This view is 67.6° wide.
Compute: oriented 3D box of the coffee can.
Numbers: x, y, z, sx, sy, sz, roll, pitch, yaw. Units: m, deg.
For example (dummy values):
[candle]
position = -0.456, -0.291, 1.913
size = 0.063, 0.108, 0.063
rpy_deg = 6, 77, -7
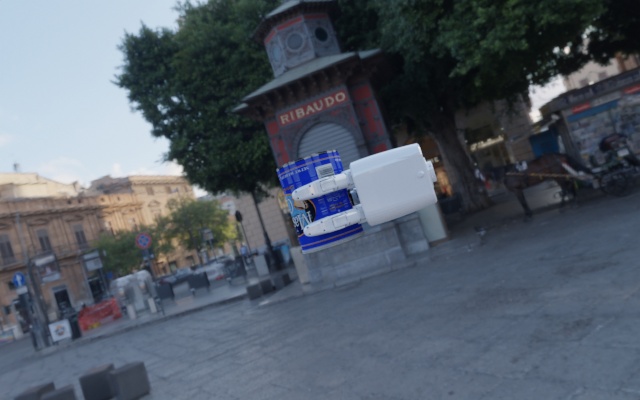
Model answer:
[coffee can]
position = 0.000, 0.003, 0.751
size = 0.103, 0.140, 0.103
rpy_deg = -18, -1, 0
